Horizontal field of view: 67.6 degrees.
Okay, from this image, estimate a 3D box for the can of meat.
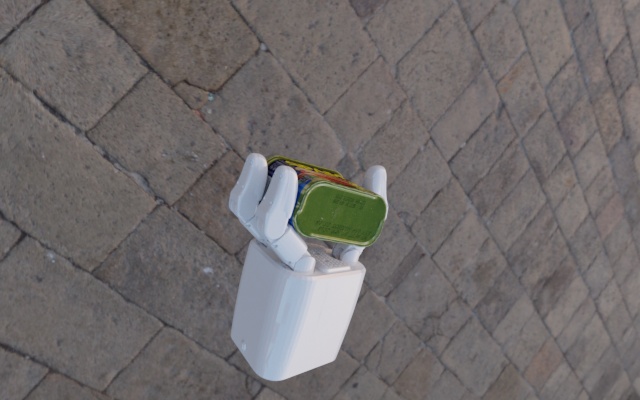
[{"bbox_3d":[0.000,0.002,0.450,0.102,0.057,0.084,13,10,-35],"label":"can of meat"}]
